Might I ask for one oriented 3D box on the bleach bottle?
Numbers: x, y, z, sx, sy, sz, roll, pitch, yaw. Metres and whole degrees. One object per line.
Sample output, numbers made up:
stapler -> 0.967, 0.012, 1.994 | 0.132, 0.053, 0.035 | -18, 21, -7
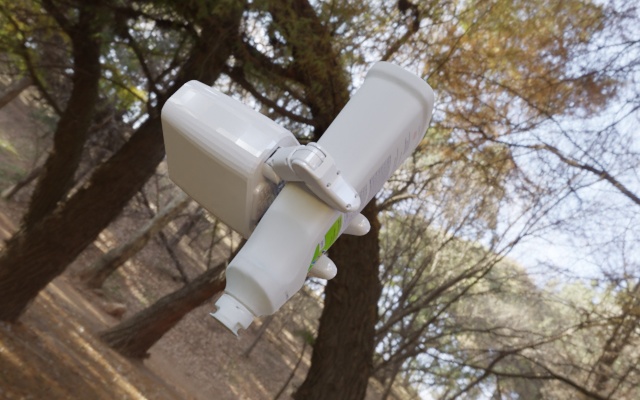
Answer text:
bleach bottle -> 0.000, 0.001, 0.402 | 0.068, 0.250, 0.103 | 33, -22, 16
